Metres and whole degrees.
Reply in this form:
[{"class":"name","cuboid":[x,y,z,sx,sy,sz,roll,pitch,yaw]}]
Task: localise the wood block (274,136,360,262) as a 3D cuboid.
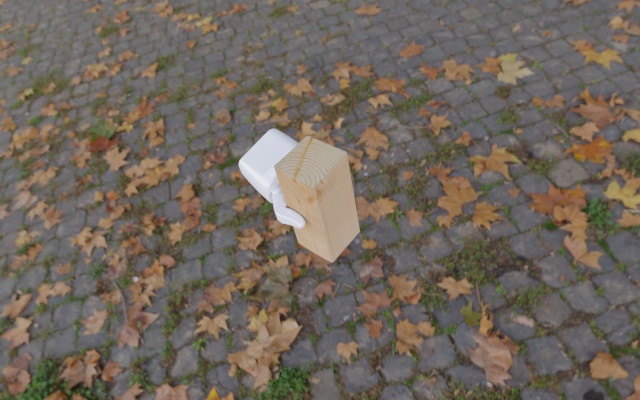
[{"class":"wood block","cuboid":[0.000,0.003,0.841,0.090,0.206,0.090,28,60,31]}]
